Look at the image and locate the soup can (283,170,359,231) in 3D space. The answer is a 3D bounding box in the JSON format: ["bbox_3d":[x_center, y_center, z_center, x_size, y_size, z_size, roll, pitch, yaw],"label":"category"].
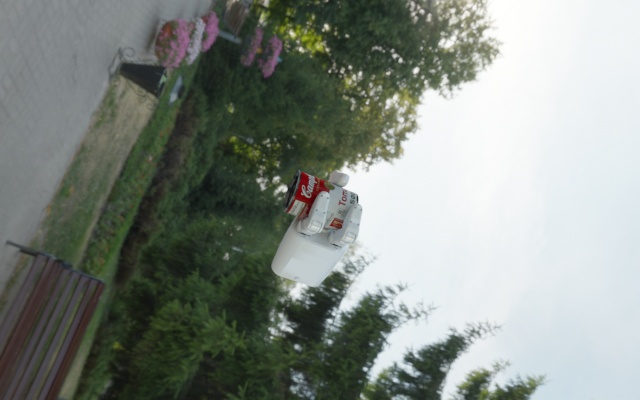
[{"bbox_3d":[0.001,0.002,0.744,0.102,0.068,0.068,21,-5,-13],"label":"soup can"}]
